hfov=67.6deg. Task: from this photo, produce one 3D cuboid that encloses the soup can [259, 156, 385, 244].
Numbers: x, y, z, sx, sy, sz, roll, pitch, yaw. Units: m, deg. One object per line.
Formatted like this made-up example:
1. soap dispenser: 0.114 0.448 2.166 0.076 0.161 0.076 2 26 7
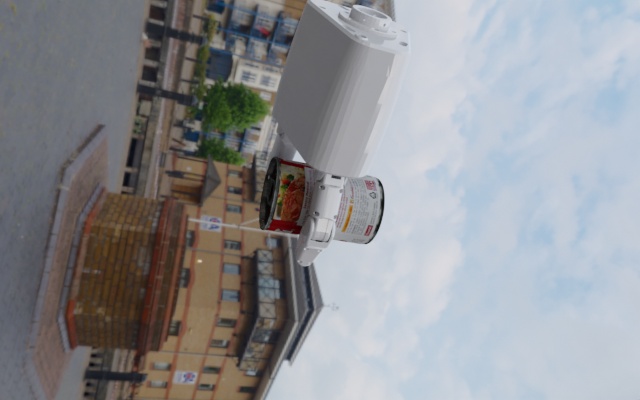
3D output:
1. soup can: 0.000 0.002 0.446 0.102 0.068 0.068 10 -3 -16
